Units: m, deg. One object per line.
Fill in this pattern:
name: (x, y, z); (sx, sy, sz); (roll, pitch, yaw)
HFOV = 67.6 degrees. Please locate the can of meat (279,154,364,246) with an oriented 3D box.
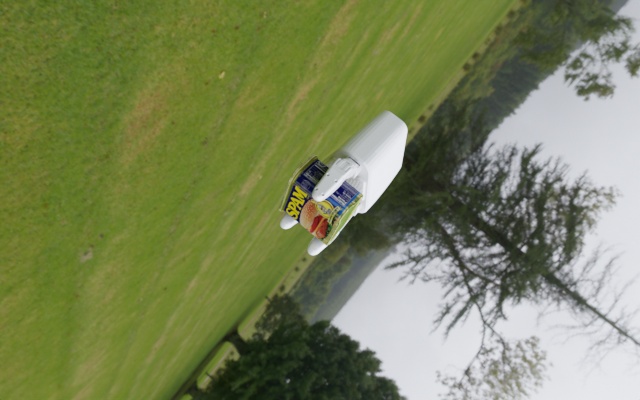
can of meat: (0.000, 0.002, 0.633); (0.057, 0.084, 0.102); (-46, -10, -33)
